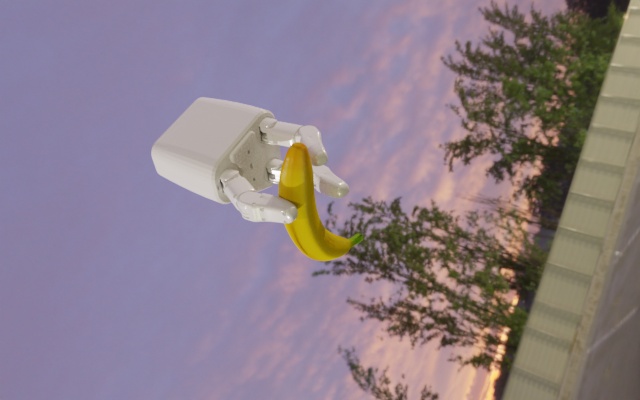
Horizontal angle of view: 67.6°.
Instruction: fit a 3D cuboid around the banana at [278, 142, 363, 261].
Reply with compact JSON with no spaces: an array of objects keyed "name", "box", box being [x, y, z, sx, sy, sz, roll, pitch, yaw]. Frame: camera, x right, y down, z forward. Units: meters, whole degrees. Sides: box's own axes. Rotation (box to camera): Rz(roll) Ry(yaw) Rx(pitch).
[{"name":"banana","box":[-0.008,0.018,0.517,0.037,0.069,0.198,22,-20,32]}]
